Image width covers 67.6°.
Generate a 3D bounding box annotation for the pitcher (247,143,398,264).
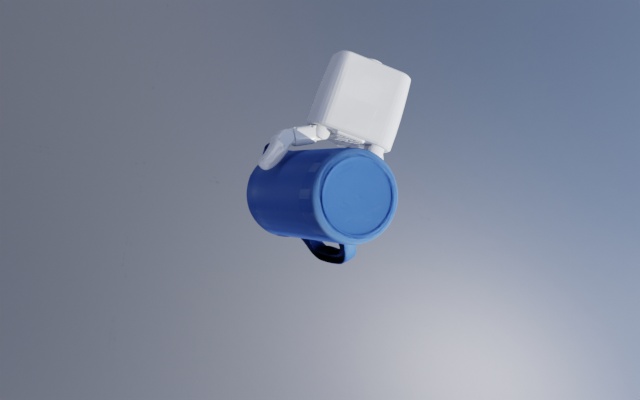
[{"bbox_3d":[0.000,0.002,0.629,0.149,0.145,0.243,22,-7,-22],"label":"pitcher"}]
